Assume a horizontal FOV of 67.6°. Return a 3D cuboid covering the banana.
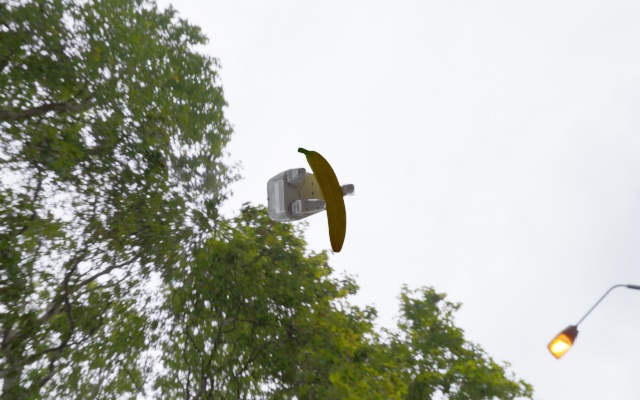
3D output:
[{"bbox_3d":[0.012,-0.007,0.846,0.069,0.198,0.037,-28,11,-39],"label":"banana"}]
